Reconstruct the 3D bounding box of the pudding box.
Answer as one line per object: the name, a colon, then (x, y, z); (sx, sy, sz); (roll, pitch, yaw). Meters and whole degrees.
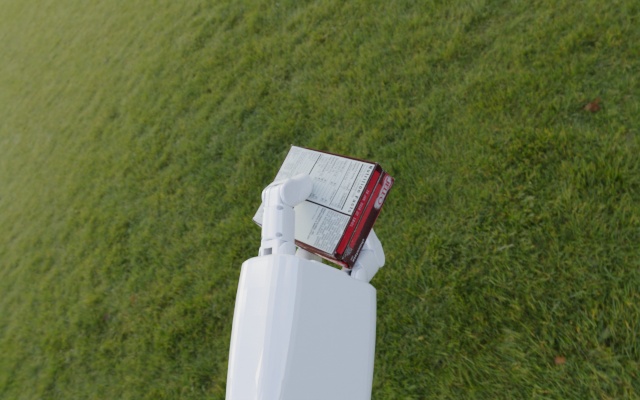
pudding box: (0.000, 0.001, 0.439); (0.113, 0.090, 0.039); (19, -13, 40)
